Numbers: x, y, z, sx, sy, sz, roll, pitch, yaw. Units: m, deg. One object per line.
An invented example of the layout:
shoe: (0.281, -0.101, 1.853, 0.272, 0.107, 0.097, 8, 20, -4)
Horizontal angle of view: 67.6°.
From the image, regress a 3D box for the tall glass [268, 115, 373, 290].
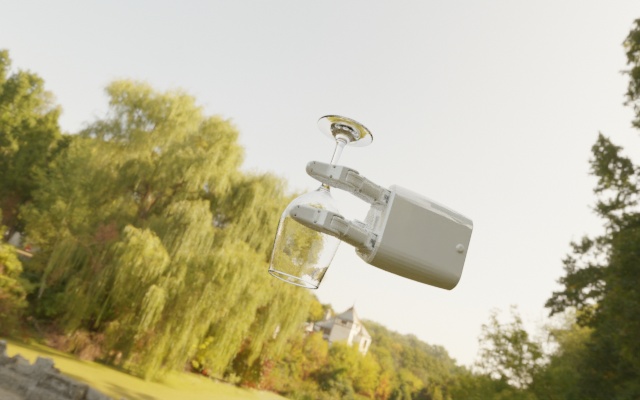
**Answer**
tall glass: (0.000, 0.001, 0.575, 0.079, 0.201, 0.079, 18, -17, 6)
